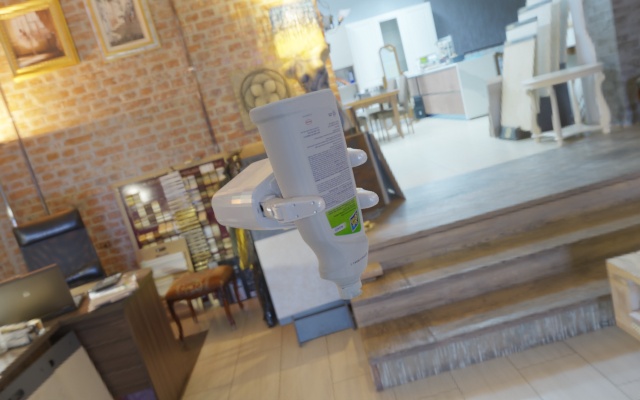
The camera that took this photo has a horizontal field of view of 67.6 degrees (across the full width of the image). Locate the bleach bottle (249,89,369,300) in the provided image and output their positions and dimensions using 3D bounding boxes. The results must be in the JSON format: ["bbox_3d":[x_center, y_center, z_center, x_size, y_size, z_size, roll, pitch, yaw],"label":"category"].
[{"bbox_3d":[0.000,0.002,0.568,0.102,0.251,0.068,-25,14,-39],"label":"bleach bottle"}]
